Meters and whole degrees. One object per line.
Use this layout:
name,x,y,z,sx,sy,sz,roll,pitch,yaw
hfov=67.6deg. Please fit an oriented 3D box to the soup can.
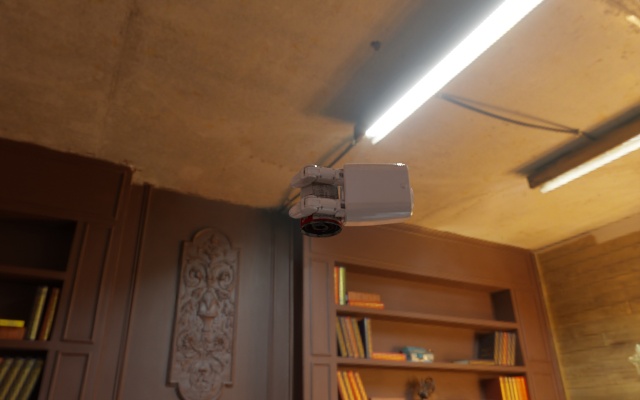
soup can,0.000,0.002,0.796,0.068,0.102,0.068,-1,-25,-1
